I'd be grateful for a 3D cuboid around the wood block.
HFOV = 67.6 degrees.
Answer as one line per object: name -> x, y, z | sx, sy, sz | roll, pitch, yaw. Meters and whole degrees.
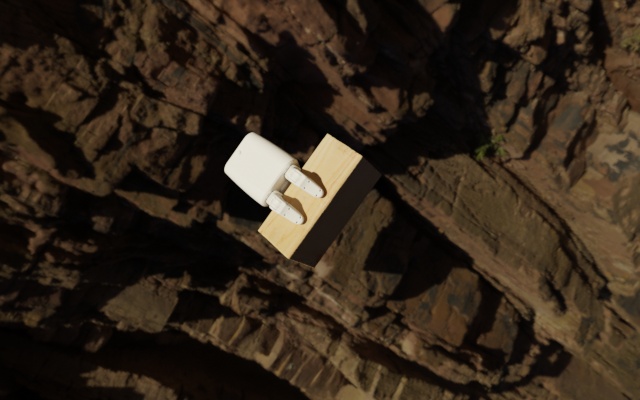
wood block -> 0.000, 0.003, 0.833 | 0.090, 0.206, 0.091 | 38, 4, 34
